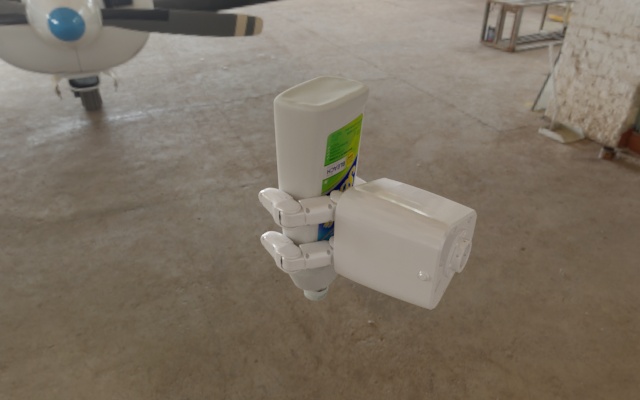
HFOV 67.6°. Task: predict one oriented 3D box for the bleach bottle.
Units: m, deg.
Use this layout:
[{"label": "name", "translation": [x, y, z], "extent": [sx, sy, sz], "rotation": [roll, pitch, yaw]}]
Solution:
[{"label": "bleach bottle", "translation": [0.000, 0.002, 0.522], "extent": [0.068, 0.251, 0.102], "rotation": [21, 37, 29]}]
